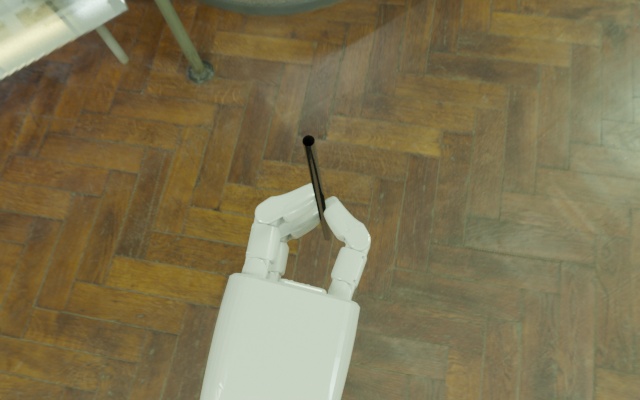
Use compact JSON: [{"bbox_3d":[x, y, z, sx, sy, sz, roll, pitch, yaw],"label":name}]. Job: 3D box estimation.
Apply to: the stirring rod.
[{"bbox_3d":[0.000,0.001,0.419,0.011,0.011,0.240,0,-19,4],"label":"stirring rod"}]
